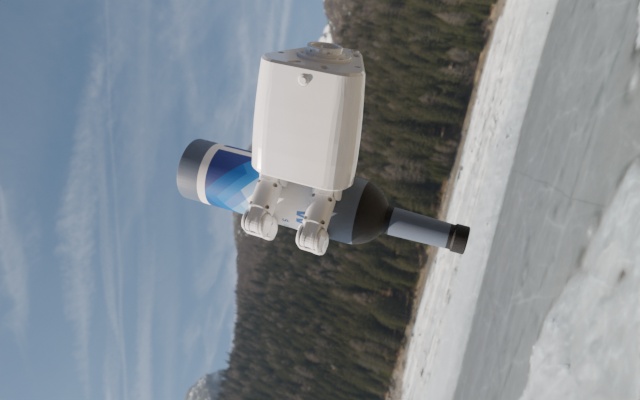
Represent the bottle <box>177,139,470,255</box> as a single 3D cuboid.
[{"bbox_3d":[0.000,0.002,0.486,0.295,0.069,0.069,15,4,14],"label":"bottle"}]
